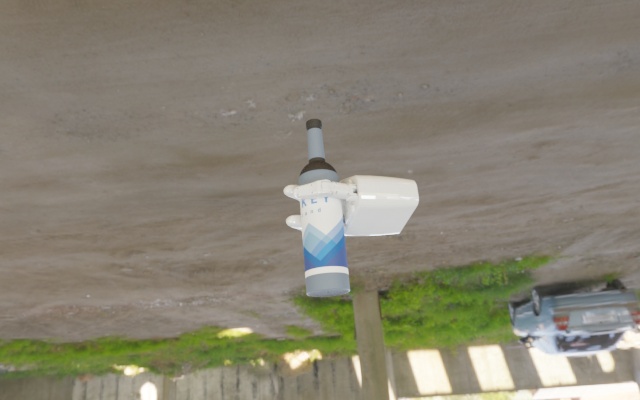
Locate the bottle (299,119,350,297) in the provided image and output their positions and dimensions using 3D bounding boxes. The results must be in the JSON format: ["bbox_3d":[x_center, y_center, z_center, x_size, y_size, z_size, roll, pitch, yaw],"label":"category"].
[{"bbox_3d":[0.000,0.003,0.773,0.069,0.295,0.069,-4,-20,-2],"label":"bottle"}]
